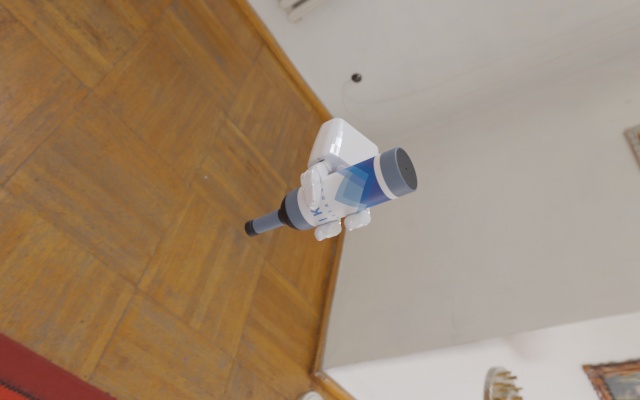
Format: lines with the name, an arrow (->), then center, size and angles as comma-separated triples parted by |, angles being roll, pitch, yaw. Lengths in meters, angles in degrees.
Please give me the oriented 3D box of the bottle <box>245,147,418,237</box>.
bottle -> 0.000, 0.002, 0.731 | 0.296, 0.069, 0.069 | -21, -11, 30
